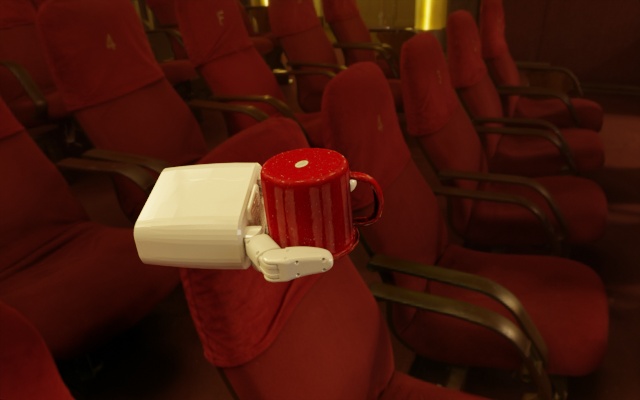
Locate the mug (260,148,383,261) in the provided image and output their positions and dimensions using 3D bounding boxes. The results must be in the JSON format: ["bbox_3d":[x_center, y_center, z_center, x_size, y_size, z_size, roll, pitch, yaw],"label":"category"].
[{"bbox_3d":[0.001,0.001,0.448,0.117,0.081,0.093,-2,28,6],"label":"mug"}]
